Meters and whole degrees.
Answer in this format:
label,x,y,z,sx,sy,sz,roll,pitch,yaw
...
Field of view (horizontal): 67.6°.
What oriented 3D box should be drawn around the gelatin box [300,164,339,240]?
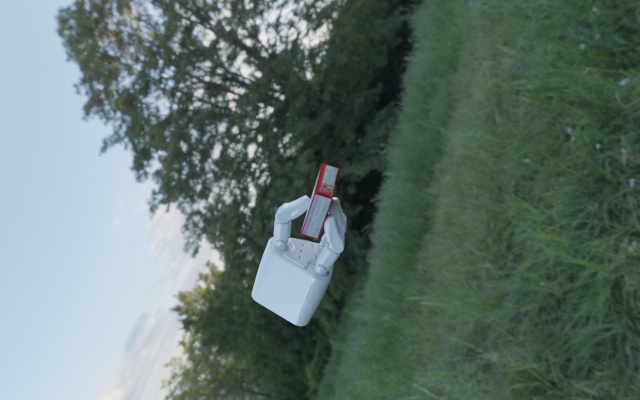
label,x,y,z,sx,sy,sz,roll,pitch,yaw
gelatin box,0.000,0.002,0.707,0.030,0.089,0.073,17,40,-2
